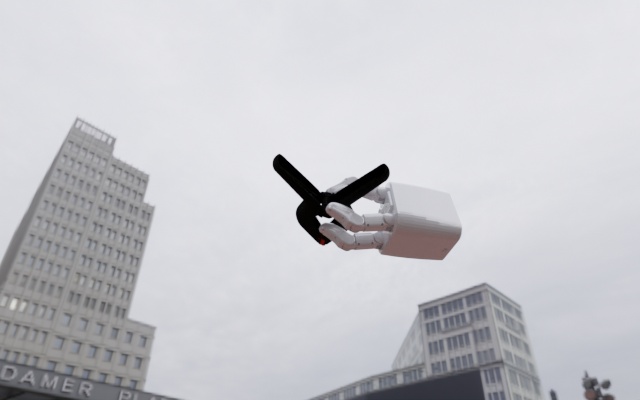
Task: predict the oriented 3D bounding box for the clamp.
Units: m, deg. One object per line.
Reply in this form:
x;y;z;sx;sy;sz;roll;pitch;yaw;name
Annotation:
0.000;0.002;0.737;0.164;0.036;0.210;10;-37;-5;clamp
